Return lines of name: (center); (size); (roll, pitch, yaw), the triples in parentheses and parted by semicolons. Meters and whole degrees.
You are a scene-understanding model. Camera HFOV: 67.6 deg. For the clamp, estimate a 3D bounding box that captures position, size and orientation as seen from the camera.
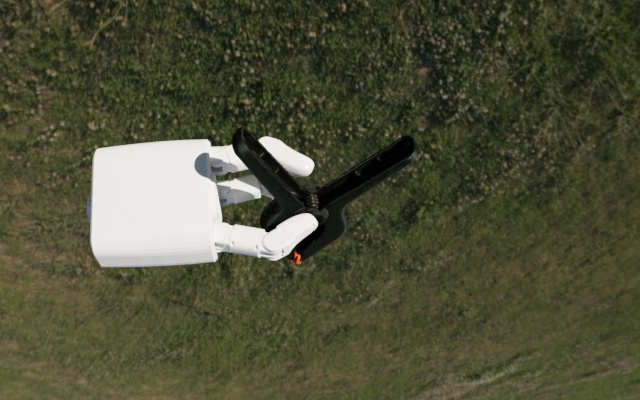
clamp: (0.000, 0.003, 0.482); (0.164, 0.036, 0.210); (-2, -35, -7)
